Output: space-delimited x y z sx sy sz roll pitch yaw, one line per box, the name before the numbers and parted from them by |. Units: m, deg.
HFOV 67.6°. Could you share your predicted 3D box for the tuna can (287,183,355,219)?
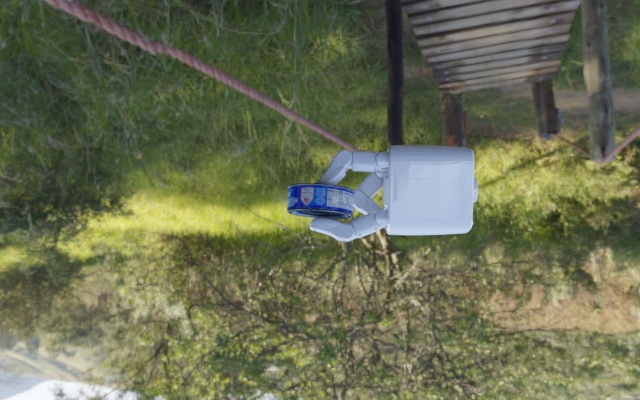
tuna can | 0.000 0.003 0.610 0.086 0.033 0.086 4 -9 1
